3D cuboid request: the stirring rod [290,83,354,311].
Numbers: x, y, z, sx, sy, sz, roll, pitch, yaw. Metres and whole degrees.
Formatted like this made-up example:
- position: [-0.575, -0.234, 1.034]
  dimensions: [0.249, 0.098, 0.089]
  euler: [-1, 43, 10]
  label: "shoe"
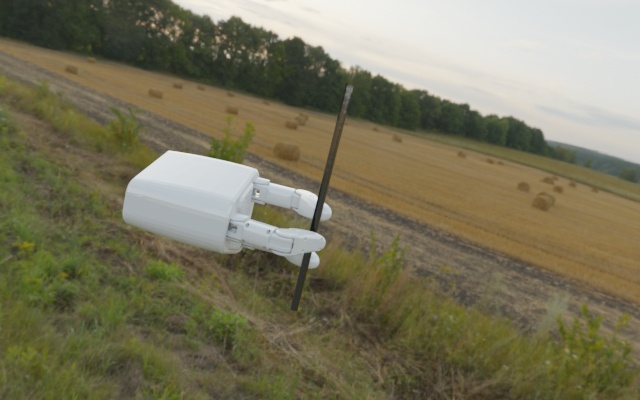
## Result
- position: [0.000, 0.002, 0.487]
  dimensions: [0.011, 0.239, 0.011]
  euler: [13, 11, -3]
  label: "stirring rod"
